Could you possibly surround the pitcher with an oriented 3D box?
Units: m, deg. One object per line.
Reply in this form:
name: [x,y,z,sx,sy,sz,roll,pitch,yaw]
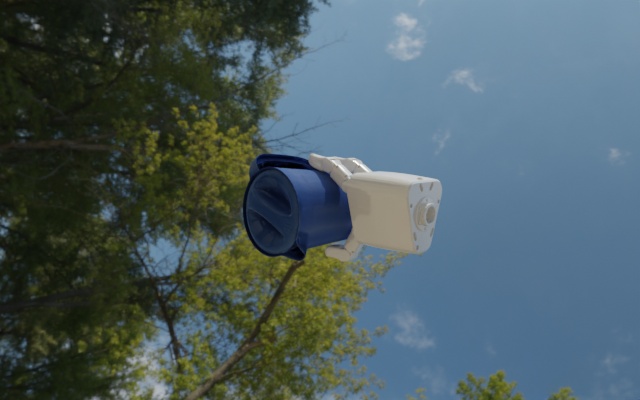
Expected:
pitcher: [0.000,0.003,0.786,0.145,0.149,0.243,10,10,44]
